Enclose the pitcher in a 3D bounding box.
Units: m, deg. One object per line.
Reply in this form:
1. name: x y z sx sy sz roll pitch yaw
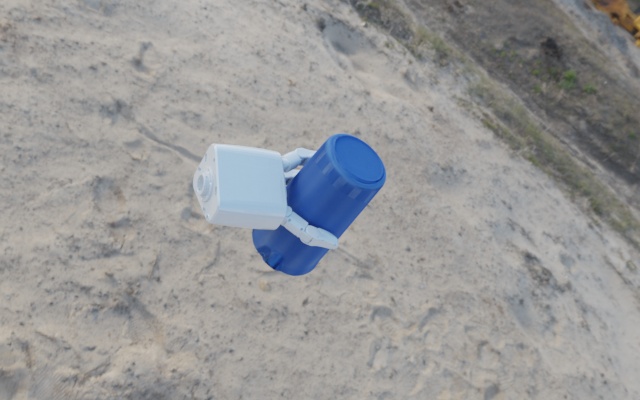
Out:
1. pitcher: 0.000 0.003 0.782 0.145 0.149 0.243 7 -40 -34
